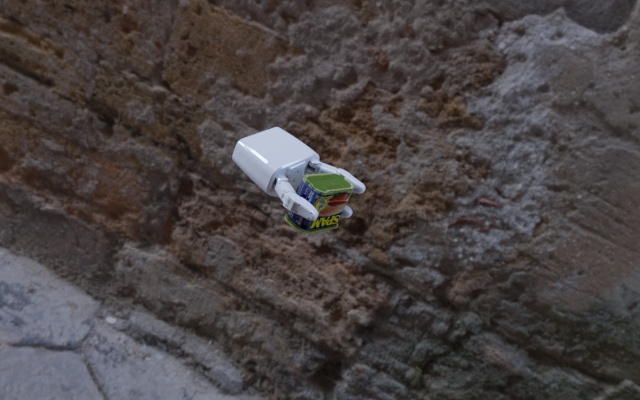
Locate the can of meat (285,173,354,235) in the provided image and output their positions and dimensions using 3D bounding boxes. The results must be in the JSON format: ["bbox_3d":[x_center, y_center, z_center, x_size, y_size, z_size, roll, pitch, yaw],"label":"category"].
[{"bbox_3d":[0.000,0.002,0.800,0.102,0.084,0.057,-8,40,-47],"label":"can of meat"}]
